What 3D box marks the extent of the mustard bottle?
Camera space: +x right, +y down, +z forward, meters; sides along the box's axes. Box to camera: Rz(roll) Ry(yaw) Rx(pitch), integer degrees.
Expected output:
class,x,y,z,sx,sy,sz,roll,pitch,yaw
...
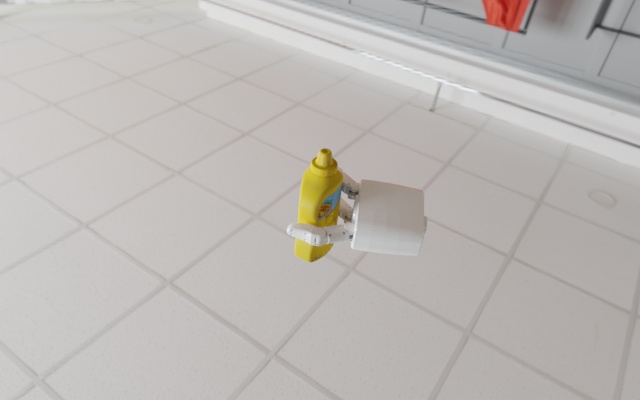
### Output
class,x,y,z,sx,sy,sz,roll,pitch,yaw
mustard bottle,0.000,0.003,0.760,0.058,0.192,0.096,24,42,20
